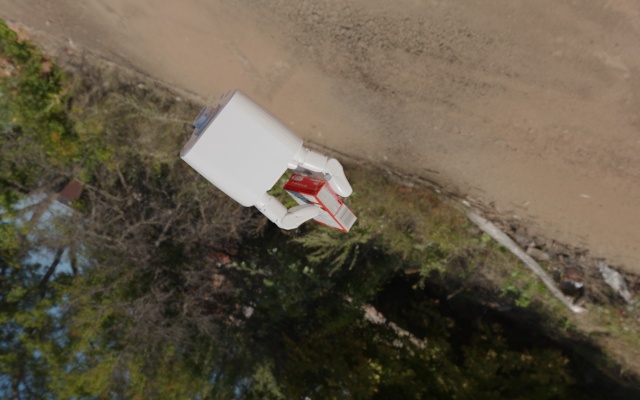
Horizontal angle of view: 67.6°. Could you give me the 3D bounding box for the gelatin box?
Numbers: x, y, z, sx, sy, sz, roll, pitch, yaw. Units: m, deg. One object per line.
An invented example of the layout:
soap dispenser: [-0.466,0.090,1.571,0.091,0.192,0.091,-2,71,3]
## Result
gelatin box: [0.000,0.003,0.679,0.073,0.030,0.089,16,-26,50]
